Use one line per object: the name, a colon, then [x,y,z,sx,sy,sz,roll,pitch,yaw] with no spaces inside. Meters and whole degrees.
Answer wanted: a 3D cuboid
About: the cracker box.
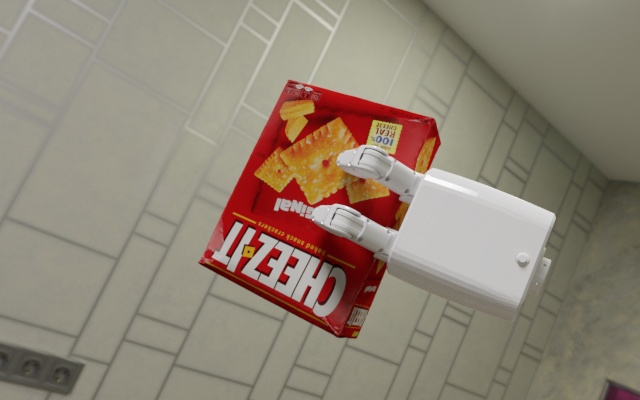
cracker box: [0.000,0.001,0.472,0.164,0.213,0.072,22,-8,24]
